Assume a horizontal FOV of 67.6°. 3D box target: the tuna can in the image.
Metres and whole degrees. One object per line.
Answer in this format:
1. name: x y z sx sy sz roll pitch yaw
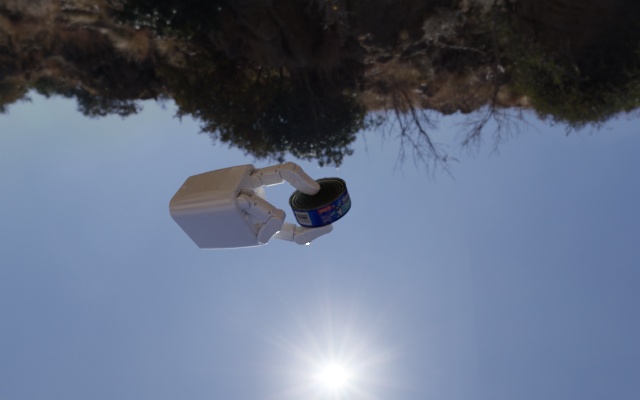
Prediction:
1. tuna can: 0.000 0.003 0.681 0.086 0.034 0.086 -16 27 8
